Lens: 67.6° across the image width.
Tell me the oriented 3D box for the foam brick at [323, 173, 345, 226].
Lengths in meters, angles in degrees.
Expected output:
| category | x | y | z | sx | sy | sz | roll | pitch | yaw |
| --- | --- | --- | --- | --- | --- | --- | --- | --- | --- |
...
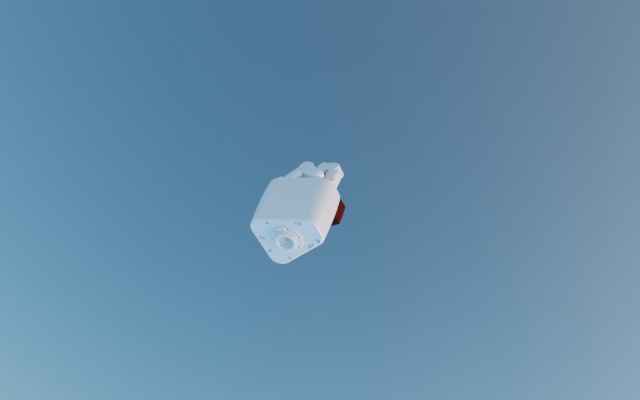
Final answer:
| category | x | y | z | sx | sy | sz | roll | pitch | yaw |
| --- | --- | --- | --- | --- | --- | --- | --- | --- | --- |
| foam brick | 0.000 | 0.003 | 0.817 | 0.053 | 0.078 | 0.051 | -15 | 31 | 25 |
